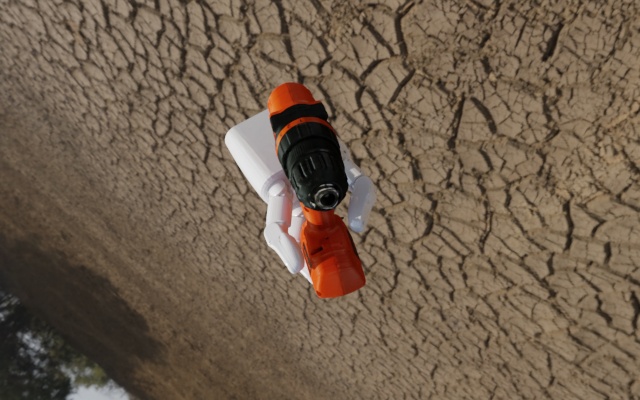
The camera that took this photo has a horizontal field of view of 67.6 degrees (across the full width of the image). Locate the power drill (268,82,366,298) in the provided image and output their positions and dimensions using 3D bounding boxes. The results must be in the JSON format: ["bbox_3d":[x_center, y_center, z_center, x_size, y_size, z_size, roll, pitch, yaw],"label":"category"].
[{"bbox_3d":[0.000,0.002,0.447,0.057,0.188,0.184,-13,36,-2],"label":"power drill"}]
